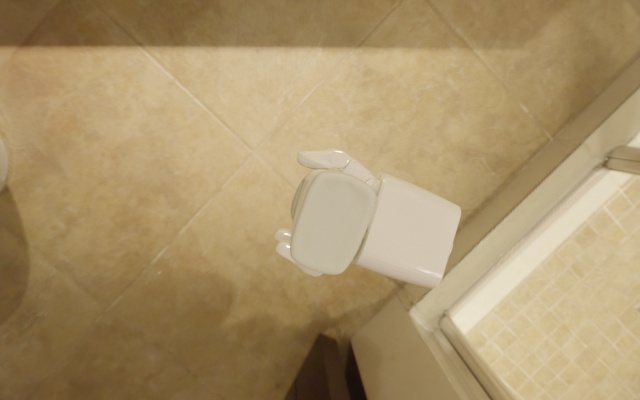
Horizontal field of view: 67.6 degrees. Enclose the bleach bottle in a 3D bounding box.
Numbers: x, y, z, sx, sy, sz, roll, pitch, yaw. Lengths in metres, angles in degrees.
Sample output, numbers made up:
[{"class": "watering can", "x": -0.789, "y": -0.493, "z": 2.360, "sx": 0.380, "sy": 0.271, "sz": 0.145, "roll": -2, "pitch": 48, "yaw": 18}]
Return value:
[{"class": "bleach bottle", "x": 0.000, "y": 0.002, "z": 0.569, "sx": 0.068, "sy": 0.102, "sz": 0.250, "roll": 20, "pitch": 8, "yaw": -8}]
